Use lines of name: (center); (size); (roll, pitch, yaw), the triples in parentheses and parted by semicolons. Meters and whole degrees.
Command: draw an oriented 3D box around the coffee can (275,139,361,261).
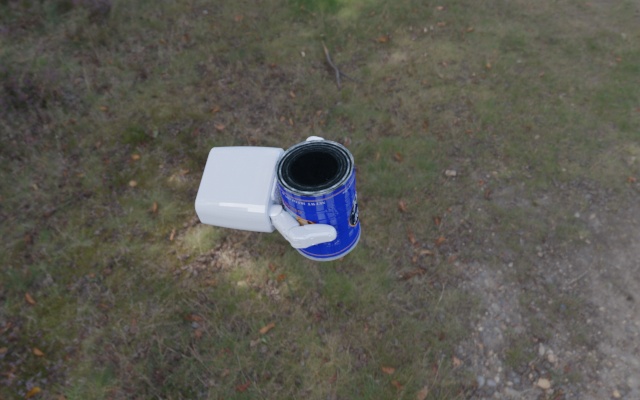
coffee can: (0.000, 0.002, 0.659); (0.103, 0.102, 0.140); (0, -42, 9)
